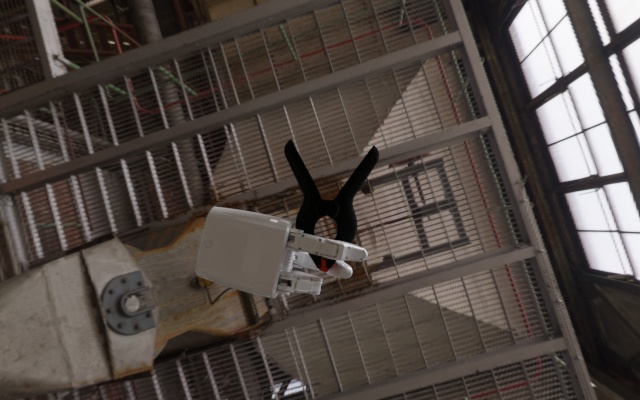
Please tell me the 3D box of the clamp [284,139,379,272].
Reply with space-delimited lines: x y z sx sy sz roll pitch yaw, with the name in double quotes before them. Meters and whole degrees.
"clamp" 0.000 0.002 0.613 0.120 0.171 0.039 13 -1 7
